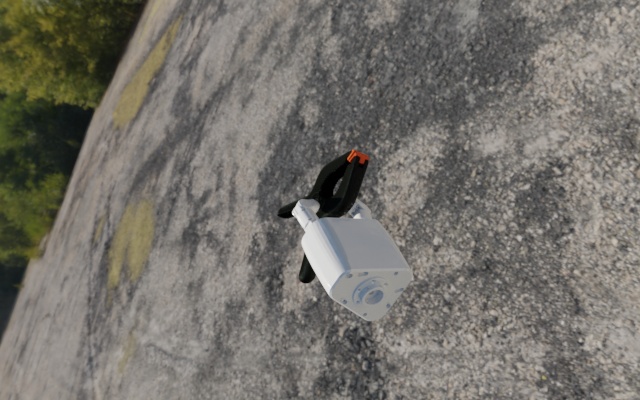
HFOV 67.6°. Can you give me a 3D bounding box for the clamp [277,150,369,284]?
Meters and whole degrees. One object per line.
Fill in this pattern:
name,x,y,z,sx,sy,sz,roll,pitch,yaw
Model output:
clamp,0.000,0.002,0.751,0.036,0.210,0.164,17,25,-35
